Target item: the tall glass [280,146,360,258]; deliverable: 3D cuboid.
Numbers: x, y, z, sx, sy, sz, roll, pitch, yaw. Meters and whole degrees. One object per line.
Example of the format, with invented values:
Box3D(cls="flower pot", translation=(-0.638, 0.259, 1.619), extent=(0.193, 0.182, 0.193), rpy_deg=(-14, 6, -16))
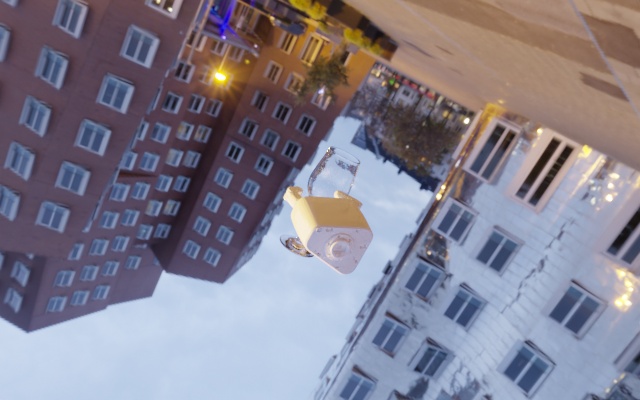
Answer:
Box3D(cls="tall glass", translation=(0.000, 0.003, 0.879), extent=(0.079, 0.201, 0.079), rpy_deg=(25, 17, -8))
